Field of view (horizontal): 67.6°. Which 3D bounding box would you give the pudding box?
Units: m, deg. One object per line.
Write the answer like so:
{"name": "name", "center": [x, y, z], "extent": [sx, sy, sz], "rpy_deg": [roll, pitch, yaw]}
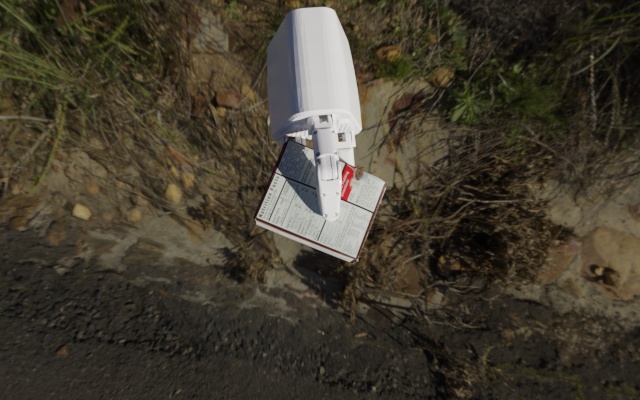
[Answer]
{"name": "pudding box", "center": [0.000, 0.001, 0.482], "extent": [0.113, 0.090, 0.039], "rpy_deg": [22, -10, 0]}
